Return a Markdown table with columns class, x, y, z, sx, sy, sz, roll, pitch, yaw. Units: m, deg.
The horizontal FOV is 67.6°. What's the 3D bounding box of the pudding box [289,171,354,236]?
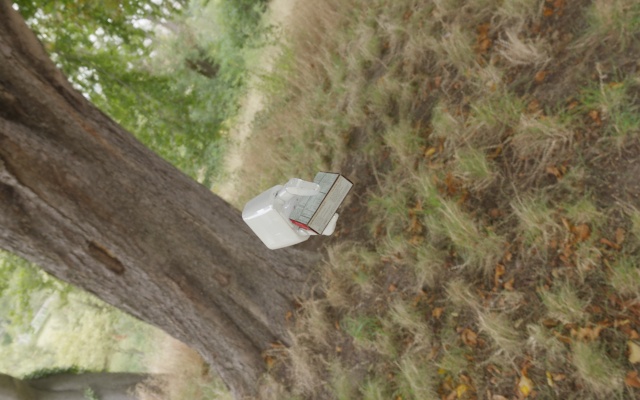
| class | x | y | z | sx | sy | sz | roll | pitch | yaw |
| --- | --- | --- | --- | --- | --- | --- | --- | --- | --- |
| pudding box | 0.000 | 0.003 | 0.857 | 0.039 | 0.113 | 0.090 | 35 | -9 | -24 |
